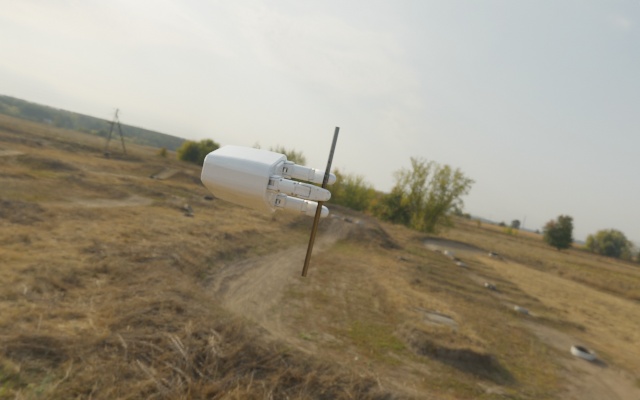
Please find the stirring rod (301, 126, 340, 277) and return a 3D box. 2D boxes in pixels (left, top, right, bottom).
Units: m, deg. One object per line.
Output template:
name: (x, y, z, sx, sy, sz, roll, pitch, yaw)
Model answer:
stirring rod: (0.000, 0.003, 0.749, 0.011, 0.239, 0.011, 13, 2, 0)
